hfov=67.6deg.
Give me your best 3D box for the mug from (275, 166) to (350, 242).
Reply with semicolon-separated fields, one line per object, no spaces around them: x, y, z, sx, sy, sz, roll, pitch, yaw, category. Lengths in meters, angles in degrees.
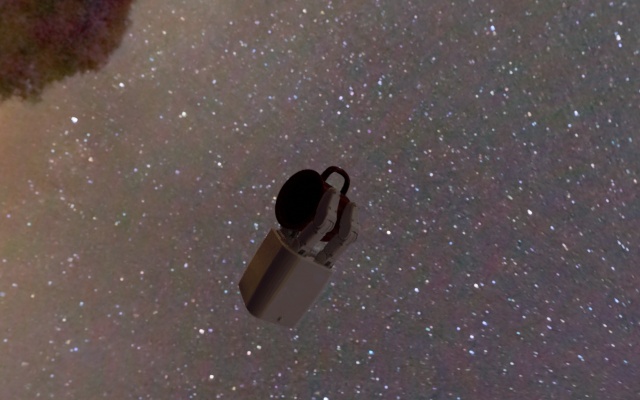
0.001;0.001;0.708;0.081;0.117;0.093;31;6;-42;mug
